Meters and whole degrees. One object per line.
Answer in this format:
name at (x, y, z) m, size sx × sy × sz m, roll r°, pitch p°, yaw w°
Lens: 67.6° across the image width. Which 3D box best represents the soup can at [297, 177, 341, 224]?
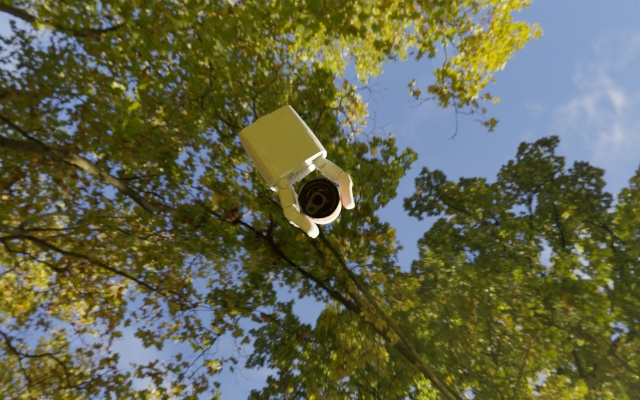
soup can at (0.001, 0.003, 0.802) m, size 0.068 × 0.068 × 0.102 m, roll 0°, pitch -7°, yaw 3°
